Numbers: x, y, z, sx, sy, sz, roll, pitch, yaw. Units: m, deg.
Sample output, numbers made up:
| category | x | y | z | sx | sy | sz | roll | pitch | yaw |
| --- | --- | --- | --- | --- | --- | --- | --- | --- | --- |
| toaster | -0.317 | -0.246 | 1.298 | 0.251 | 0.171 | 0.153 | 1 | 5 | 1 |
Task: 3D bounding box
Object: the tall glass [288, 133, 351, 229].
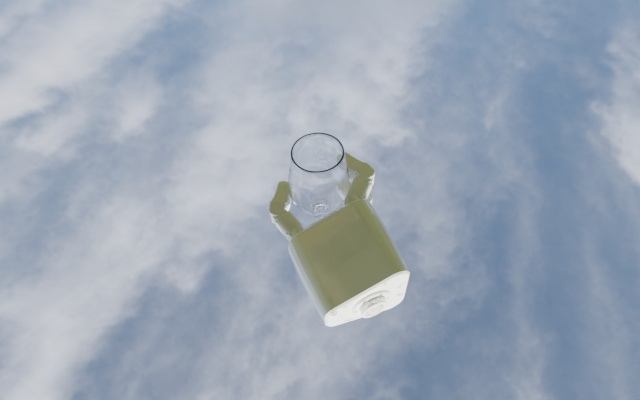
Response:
| category | x | y | z | sx | sy | sz | roll | pitch | yaw |
| --- | --- | --- | --- | --- | --- | --- | --- | --- | --- |
| tall glass | 0.000 | 0.002 | 0.628 | 0.079 | 0.079 | 0.201 | 0 | -36 | 3 |
